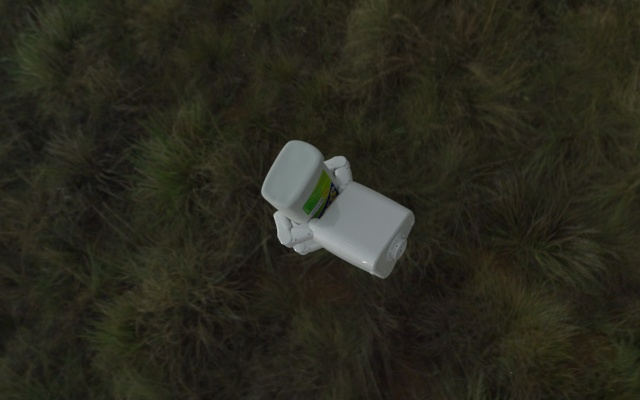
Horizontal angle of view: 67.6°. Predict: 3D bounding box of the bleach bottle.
[{"bbox_3d":[0.000,0.003,0.768,0.068,0.102,0.251,27,-7,27],"label":"bleach bottle"}]
